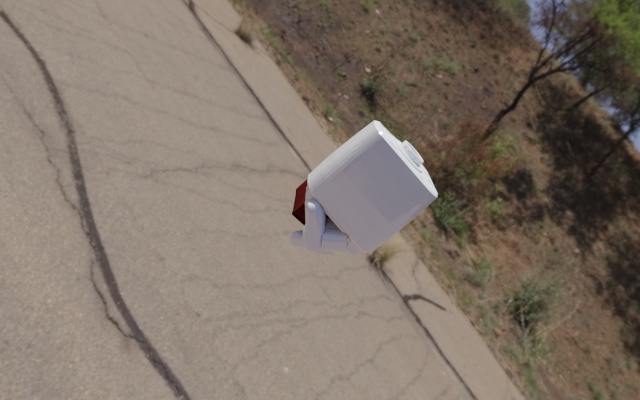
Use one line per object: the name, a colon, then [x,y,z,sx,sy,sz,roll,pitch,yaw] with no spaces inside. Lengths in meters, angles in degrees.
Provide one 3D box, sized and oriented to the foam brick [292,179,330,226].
foam brick: [0.000,0.002,0.637,0.051,0.053,0.078,-41,19,19]
